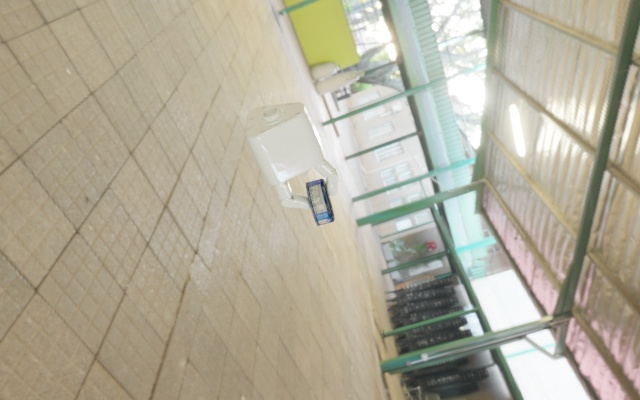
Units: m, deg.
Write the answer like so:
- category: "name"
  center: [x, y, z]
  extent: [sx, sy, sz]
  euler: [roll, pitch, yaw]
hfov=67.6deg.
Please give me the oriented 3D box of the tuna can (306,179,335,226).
- category: "tuna can"
  center: [0.001, 0.003, 0.892]
  extent: [0.034, 0.086, 0.086]
  euler: [-15, -1, 5]
